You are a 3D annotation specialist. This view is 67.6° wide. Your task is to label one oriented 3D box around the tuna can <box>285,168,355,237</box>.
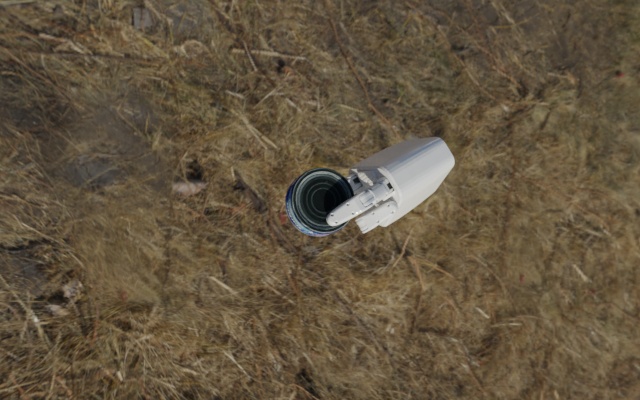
[{"bbox_3d":[0.000,0.002,0.607,0.086,0.086,0.034,0,-9,-17],"label":"tuna can"}]
